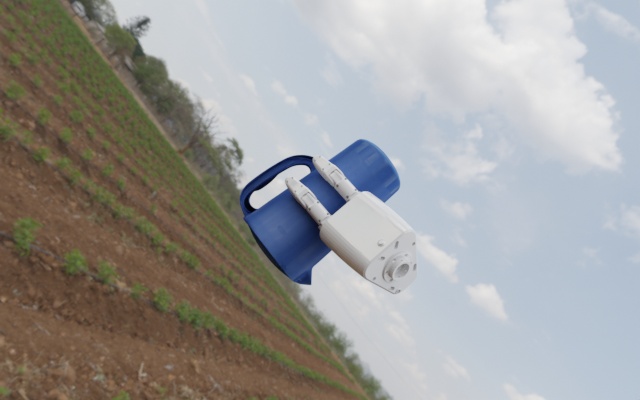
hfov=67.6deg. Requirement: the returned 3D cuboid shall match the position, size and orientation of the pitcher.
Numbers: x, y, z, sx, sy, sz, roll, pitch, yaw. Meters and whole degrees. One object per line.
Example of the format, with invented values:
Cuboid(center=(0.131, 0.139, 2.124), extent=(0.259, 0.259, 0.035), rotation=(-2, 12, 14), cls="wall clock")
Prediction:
Cuboid(center=(0.000, 0.003, 0.770), extent=(0.243, 0.149, 0.145), rotation=(-39, 44, -9), cls="pitcher")
